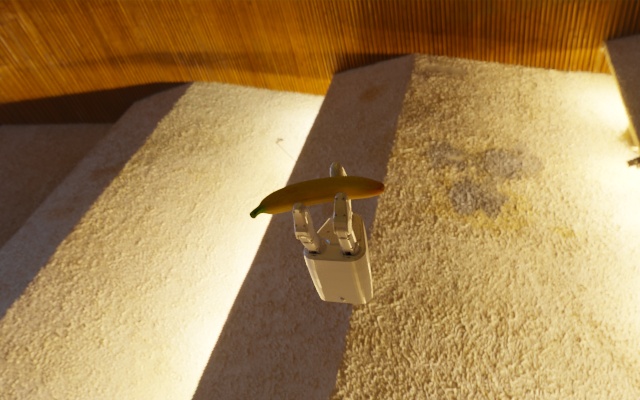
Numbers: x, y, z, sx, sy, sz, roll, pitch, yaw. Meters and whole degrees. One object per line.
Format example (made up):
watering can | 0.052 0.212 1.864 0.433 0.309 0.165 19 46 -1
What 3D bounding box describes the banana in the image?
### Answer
banana | -0.005 -0.006 0.710 0.198 0.037 0.069 -13 31 0
